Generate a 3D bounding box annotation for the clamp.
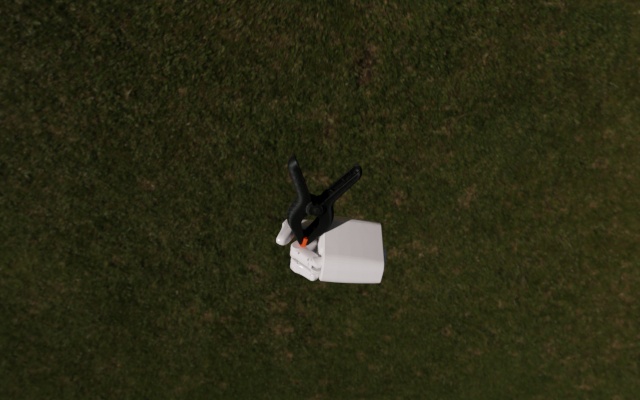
[{"bbox_3d":[0.000,0.003,0.780,0.120,0.172,0.039,4,37,-7],"label":"clamp"}]
